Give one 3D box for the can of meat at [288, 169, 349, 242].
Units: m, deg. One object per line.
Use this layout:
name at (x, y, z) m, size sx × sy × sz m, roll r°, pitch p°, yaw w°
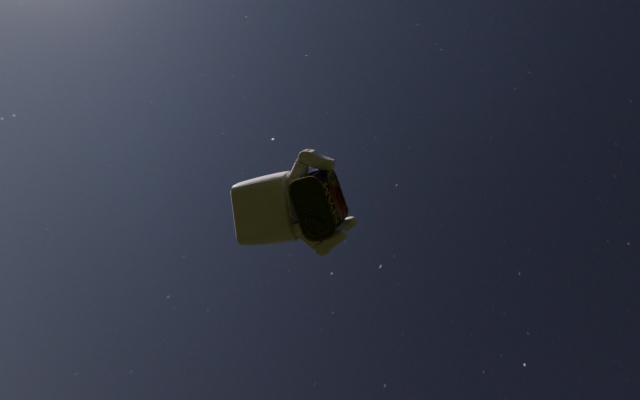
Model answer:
can of meat at (0.000, 0.002, 0.760) m, size 0.057 × 0.102 × 0.084 m, roll -14°, pitch 11°, yaw 23°
